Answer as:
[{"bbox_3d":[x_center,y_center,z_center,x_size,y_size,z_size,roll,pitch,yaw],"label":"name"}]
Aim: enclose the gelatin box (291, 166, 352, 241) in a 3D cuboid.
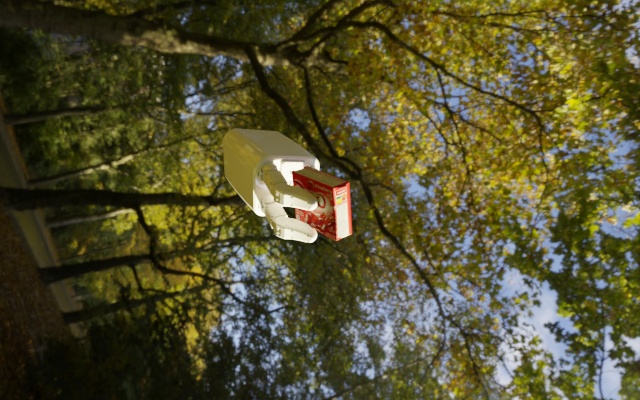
[{"bbox_3d":[0.001,0.002,0.618,0.030,0.073,0.089,-22,30,-34],"label":"gelatin box"}]
